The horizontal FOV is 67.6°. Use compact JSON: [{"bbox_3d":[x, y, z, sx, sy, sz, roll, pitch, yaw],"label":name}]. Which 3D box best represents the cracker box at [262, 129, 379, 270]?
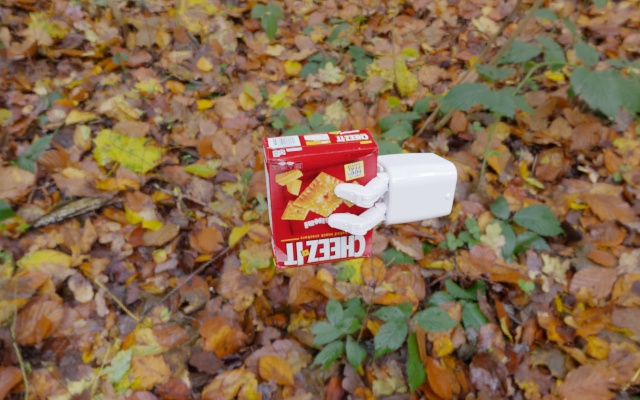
[{"bbox_3d":[0.000,0.002,0.751,0.164,0.214,0.072,-6,35,-8],"label":"cracker box"}]
